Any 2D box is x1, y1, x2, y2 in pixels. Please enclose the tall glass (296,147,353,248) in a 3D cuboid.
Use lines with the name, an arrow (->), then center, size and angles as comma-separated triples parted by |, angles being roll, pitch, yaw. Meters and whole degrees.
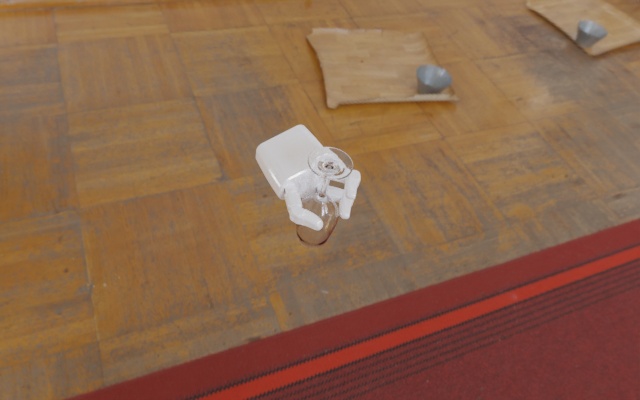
tall glass -> 0.000, 0.002, 0.842 | 0.079, 0.079, 0.201 | 0, -40, -12
